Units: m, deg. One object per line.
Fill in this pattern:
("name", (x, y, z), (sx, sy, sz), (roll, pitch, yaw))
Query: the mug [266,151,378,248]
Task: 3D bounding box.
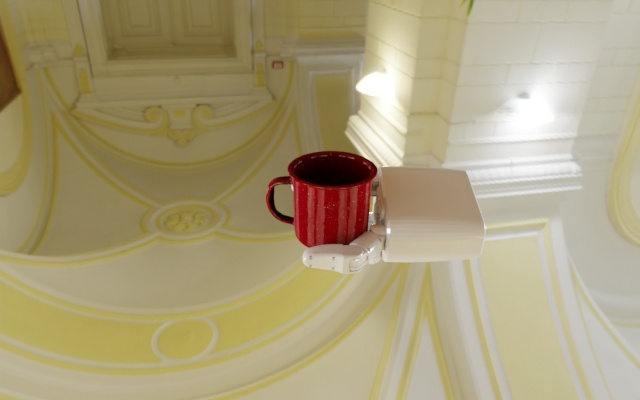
("mug", (-0.001, 0.002, 0.511), (0.117, 0.081, 0.093), (1, 28, 0))
